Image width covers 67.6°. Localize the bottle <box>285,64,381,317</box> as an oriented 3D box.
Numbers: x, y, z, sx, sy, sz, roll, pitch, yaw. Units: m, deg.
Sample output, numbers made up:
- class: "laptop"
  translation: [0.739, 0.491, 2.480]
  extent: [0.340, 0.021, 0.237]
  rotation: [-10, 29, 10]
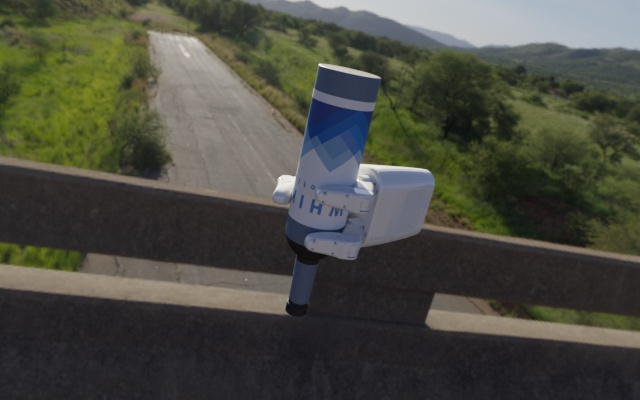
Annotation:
- class: "bottle"
  translation: [0.000, 0.002, 0.541]
  extent: [0.069, 0.296, 0.069]
  rotation: [11, 20, -4]
